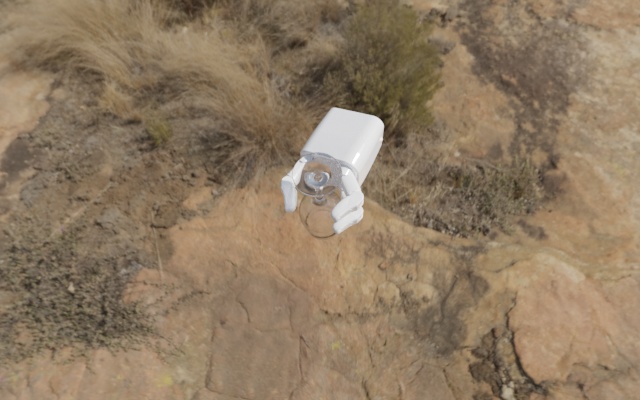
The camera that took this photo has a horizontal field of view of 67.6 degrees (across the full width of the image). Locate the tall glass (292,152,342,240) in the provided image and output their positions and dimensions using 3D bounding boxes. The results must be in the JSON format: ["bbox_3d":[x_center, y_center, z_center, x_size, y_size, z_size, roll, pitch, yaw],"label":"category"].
[{"bbox_3d":[0.000,0.002,0.791,0.079,0.079,0.201,0,-25,3],"label":"tall glass"}]
